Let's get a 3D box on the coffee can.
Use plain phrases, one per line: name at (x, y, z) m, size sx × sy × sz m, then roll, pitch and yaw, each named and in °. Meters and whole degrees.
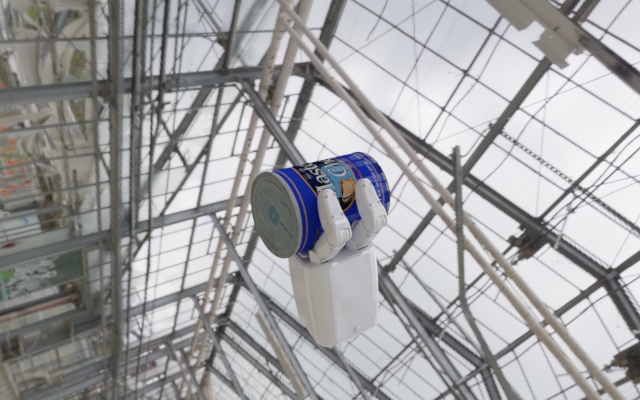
coffee can at (0.000, 0.002, 0.585) m, size 0.140 × 0.103 × 0.103 m, roll -16°, pitch 9°, yaw -34°
